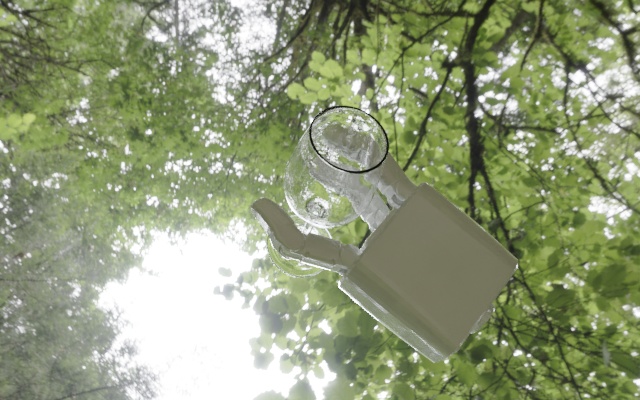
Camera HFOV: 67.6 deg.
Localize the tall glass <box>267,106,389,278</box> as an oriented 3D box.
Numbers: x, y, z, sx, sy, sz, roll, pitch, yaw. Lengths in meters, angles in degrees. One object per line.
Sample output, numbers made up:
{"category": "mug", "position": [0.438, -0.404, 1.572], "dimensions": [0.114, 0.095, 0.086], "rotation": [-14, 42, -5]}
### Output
{"category": "tall glass", "position": [0.000, 0.002, 0.437], "dimensions": [0.079, 0.079, 0.201], "rotation": [0, -29, -14]}
